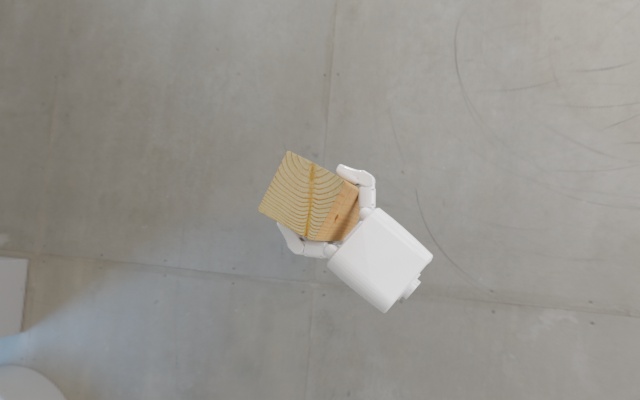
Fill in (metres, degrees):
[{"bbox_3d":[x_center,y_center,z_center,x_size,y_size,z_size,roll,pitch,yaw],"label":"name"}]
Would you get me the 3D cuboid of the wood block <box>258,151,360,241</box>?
[{"bbox_3d":[0.001,0.002,0.709,0.090,0.091,0.206,28,2,15],"label":"wood block"}]
